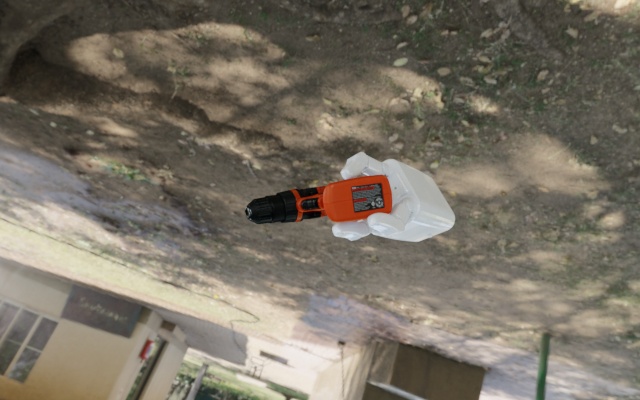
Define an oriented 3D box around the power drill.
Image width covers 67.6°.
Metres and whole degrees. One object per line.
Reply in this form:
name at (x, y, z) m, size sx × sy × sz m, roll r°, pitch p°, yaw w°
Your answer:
power drill at (0.001, 0.002, 0.700) m, size 0.184 × 0.057 × 0.187 m, roll -11°, pitch 4°, yaw -27°
